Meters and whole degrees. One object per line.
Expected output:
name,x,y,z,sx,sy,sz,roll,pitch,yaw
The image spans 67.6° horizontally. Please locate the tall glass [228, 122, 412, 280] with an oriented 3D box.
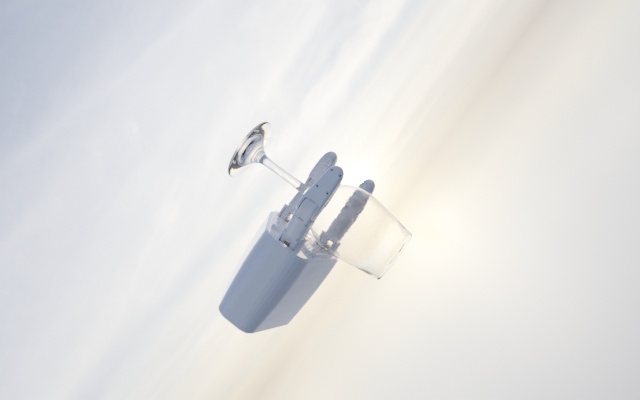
tall glass,0.000,0.001,0.519,0.201,0.079,0.079,36,6,8
